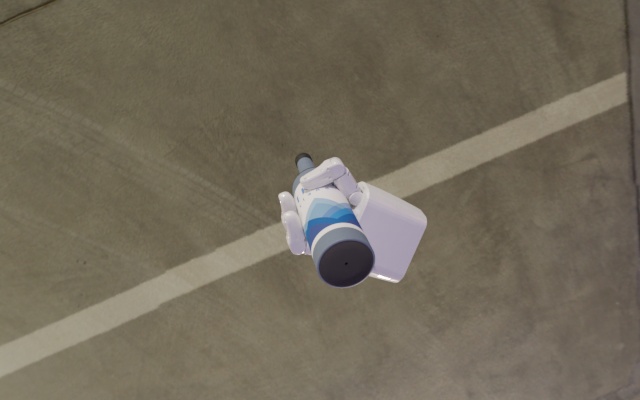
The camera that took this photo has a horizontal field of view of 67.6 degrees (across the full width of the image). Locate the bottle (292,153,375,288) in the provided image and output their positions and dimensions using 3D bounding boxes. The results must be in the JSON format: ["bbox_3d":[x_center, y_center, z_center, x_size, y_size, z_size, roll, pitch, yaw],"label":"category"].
[{"bbox_3d":[0.000,0.002,0.650,0.069,0.069,0.295,0,27,-13],"label":"bottle"}]
